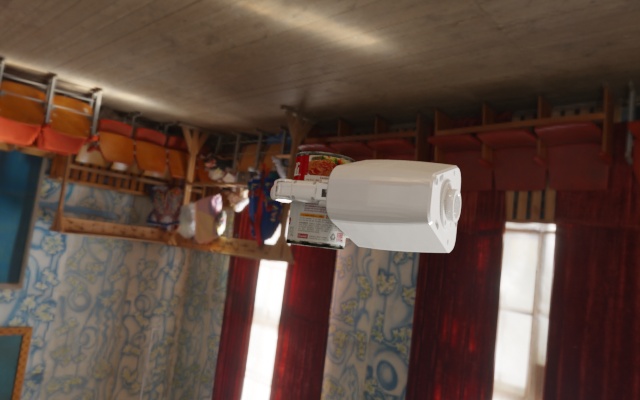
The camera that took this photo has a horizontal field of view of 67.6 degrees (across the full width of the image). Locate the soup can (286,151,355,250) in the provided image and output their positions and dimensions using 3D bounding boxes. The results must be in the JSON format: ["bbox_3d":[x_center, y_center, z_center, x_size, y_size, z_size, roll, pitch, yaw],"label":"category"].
[{"bbox_3d":[0.000,0.002,0.541,0.068,0.102,0.068,7,-5,1],"label":"soup can"}]
